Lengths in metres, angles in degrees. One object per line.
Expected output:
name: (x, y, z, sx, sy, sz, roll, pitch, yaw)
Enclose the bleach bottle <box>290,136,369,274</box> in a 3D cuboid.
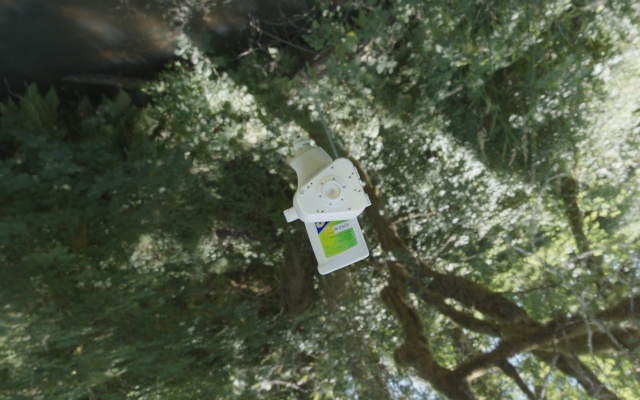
bleach bottle: (0.000, 0.003, 0.894, 0.102, 0.251, 0.068, -22, -4, -6)
